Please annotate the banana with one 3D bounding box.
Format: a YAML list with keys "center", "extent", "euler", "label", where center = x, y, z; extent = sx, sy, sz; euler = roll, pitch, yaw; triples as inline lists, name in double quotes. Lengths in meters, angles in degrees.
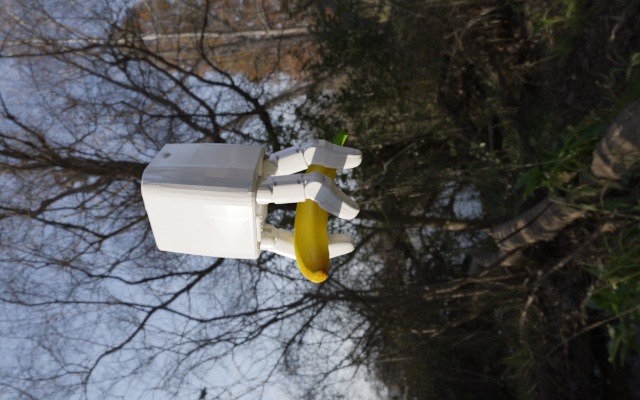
- center: [-0.005, 0.010, 0.505]
  extent: [0.037, 0.197, 0.070]
  euler: [15, -40, -9]
  label: "banana"
